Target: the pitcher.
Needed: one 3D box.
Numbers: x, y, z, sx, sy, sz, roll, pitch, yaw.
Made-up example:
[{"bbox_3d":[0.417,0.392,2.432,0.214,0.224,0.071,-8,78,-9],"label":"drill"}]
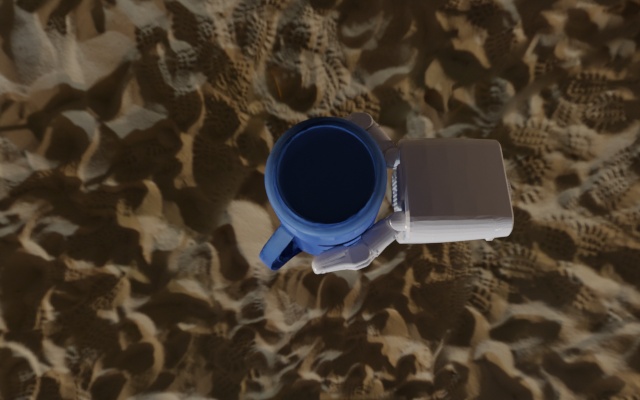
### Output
[{"bbox_3d":[0.000,0.002,0.525,0.145,0.149,0.243,-1,-8,1],"label":"pitcher"}]
